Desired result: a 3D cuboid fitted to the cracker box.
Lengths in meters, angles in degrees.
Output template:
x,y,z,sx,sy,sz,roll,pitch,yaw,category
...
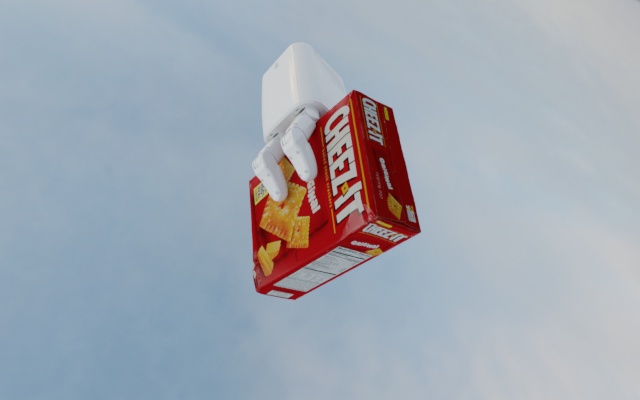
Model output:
x,y,z,sx,sy,sz,roll,pitch,yaw,category
0.000,0.002,0.557,0.072,0.164,0.214,17,-38,-36,cracker box
